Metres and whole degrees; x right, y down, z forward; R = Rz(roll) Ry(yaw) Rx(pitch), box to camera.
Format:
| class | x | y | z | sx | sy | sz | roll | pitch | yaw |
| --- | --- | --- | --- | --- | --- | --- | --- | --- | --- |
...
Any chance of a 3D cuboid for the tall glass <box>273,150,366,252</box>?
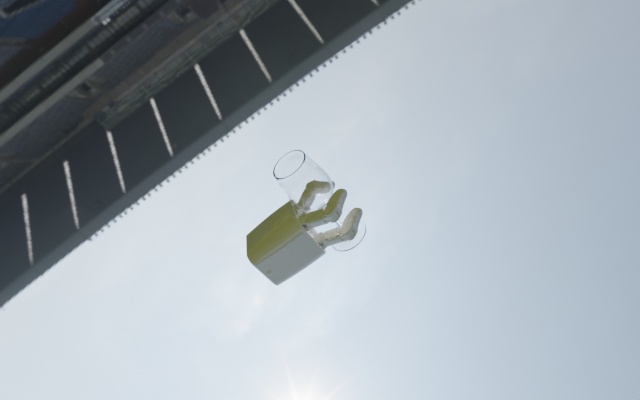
| class | x | y | z | sx | sy | sz | roll | pitch | yaw |
| --- | --- | --- | --- | --- | --- | --- | --- | --- | --- |
| tall glass | 0.001 | 0.003 | 0.820 | 0.079 | 0.079 | 0.201 | 0 | -38 | 40 |
